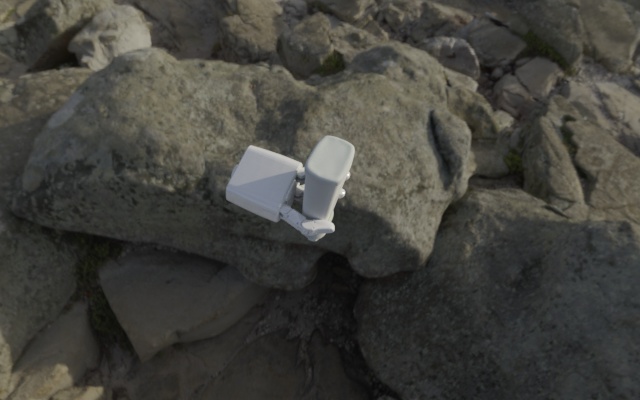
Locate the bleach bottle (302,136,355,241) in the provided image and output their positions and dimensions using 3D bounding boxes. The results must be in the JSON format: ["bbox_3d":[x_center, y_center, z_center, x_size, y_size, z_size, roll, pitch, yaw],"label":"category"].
[{"bbox_3d":[0.000,0.003,0.869,0.068,0.102,0.251,22,-37,7],"label":"bleach bottle"}]
